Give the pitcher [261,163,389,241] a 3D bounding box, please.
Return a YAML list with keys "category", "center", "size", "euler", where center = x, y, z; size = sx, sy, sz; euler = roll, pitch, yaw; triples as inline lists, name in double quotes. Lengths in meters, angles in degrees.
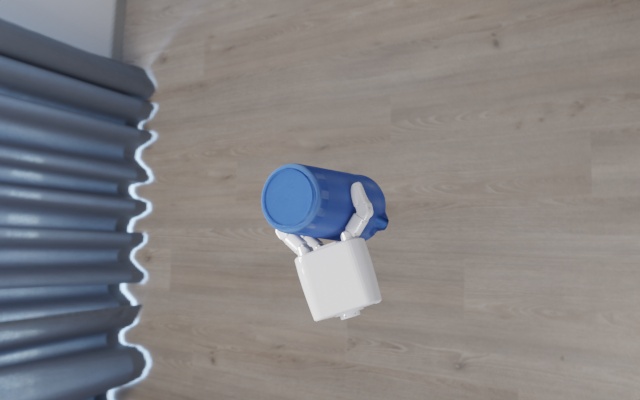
- category: "pitcher"
  center: [0.000, 0.003, 0.825]
  size: [0.149, 0.145, 0.243]
  euler: [-24, -16, 25]
